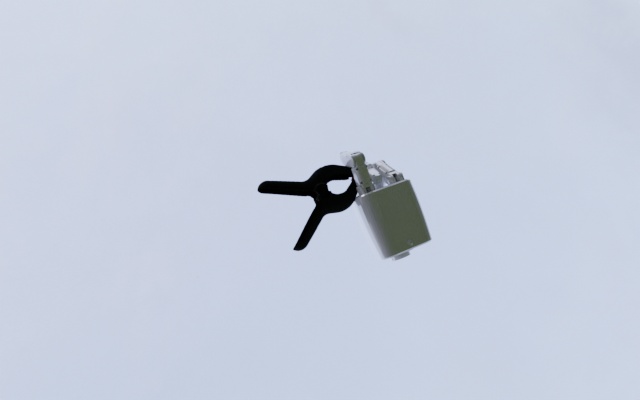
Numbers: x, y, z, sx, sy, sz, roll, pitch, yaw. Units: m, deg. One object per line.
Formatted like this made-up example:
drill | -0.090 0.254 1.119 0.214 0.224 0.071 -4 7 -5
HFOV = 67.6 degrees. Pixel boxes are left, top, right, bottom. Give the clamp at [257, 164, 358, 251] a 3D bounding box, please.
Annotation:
clamp | 0.000 0.002 0.745 0.171 0.120 0.039 -20 -8 -16
